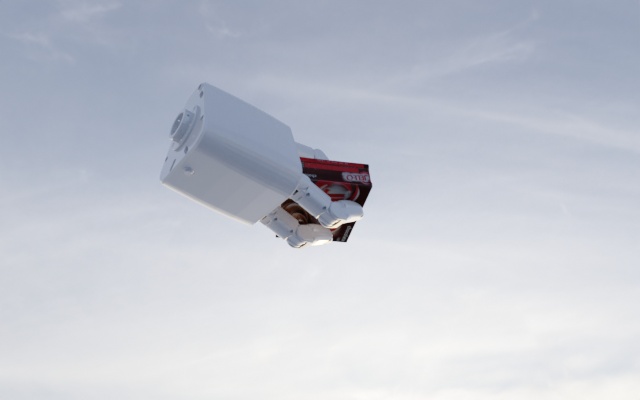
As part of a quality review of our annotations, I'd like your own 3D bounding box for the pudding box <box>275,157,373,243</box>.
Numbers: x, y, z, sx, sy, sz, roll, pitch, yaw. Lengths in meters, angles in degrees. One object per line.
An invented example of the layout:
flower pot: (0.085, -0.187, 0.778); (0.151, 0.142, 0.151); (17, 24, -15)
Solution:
pudding box: (0.000, 0.002, 0.546); (0.090, 0.039, 0.114); (6, -37, -11)
